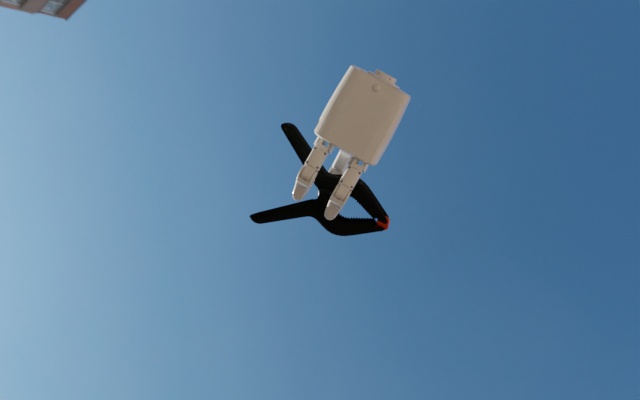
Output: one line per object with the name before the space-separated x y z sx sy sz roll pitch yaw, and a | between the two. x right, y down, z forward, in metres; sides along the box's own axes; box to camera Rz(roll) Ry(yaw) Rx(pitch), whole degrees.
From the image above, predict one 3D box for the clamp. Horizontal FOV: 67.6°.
clamp | 0.001 0.002 0.717 0.210 0.164 0.036 30 19 4
